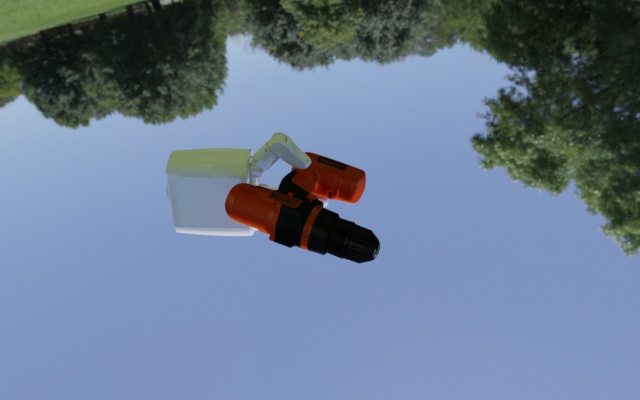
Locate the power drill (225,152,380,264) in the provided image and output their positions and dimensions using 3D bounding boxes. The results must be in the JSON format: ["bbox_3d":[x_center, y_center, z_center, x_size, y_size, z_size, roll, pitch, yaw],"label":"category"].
[{"bbox_3d":[0.000,0.002,0.599,0.184,0.057,0.187,21,25,11],"label":"power drill"}]
